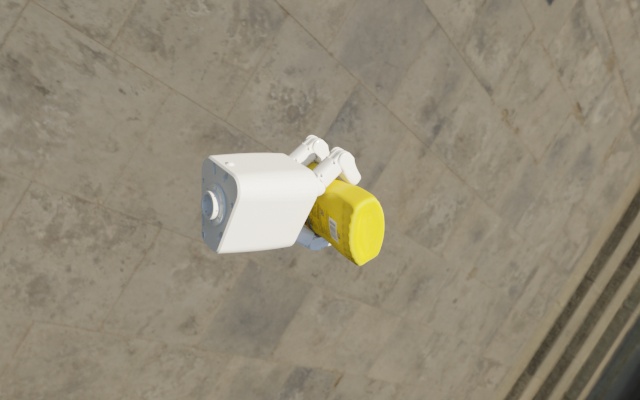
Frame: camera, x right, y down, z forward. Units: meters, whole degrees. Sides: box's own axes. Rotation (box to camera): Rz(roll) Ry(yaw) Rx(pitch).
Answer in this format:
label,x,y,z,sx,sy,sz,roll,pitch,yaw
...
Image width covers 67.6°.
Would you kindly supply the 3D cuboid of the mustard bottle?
label,x,y,z,sx,sy,sz,roll,pitch,yaw
mustard bottle,0.001,0.002,0.633,0.058,0.096,0.191,-29,40,-26
